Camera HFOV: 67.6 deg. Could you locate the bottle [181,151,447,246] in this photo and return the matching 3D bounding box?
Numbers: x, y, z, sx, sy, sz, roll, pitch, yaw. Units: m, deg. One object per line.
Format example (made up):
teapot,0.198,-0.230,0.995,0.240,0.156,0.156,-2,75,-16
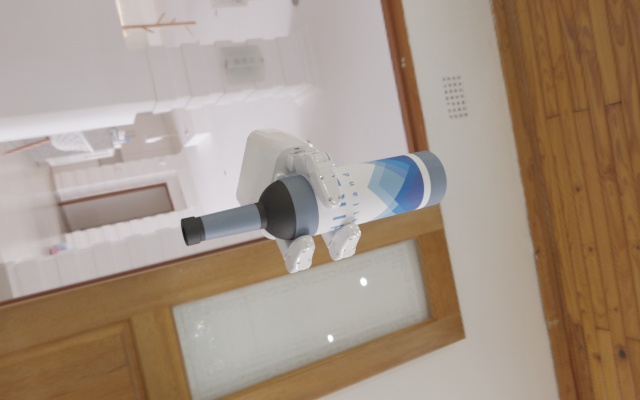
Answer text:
bottle,0.000,0.002,0.518,0.295,0.069,0.069,-13,5,-24
